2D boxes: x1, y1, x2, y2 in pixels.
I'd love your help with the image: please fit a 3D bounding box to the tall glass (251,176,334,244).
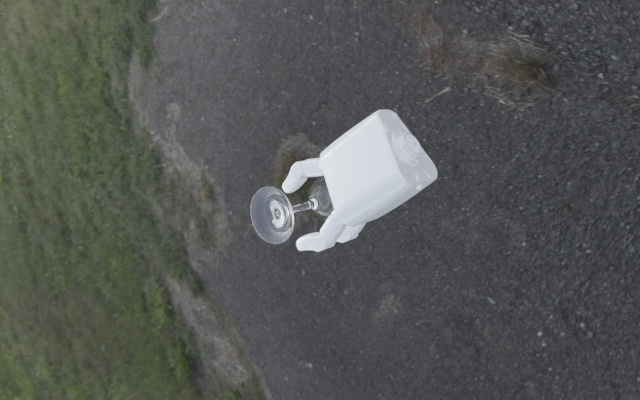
[{"bbox_3d":[0.000,0.002,0.675,0.079,0.079,0.201,0,9,39],"label":"tall glass"}]
